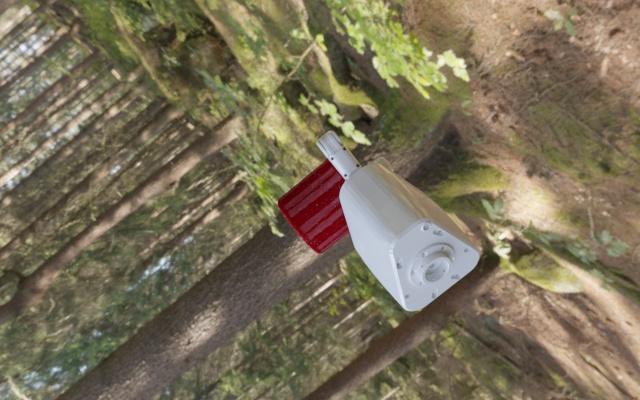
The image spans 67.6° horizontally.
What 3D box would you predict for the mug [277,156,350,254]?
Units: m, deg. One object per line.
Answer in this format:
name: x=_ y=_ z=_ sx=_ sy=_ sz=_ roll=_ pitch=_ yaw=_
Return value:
mug: x=-0.001 y=0.001 z=0.567 sx=0.093 sy=0.081 sz=0.117 roll=50 pitch=2 yaw=-36
